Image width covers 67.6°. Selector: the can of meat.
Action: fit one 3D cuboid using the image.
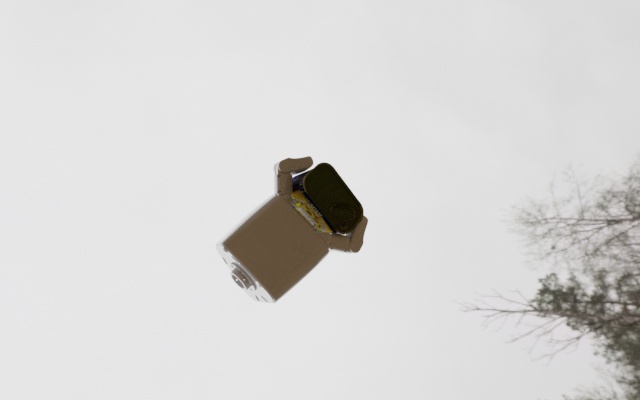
[{"bbox_3d":[0.000,0.002,0.691,0.057,0.102,0.084,-45,14,-27],"label":"can of meat"}]
